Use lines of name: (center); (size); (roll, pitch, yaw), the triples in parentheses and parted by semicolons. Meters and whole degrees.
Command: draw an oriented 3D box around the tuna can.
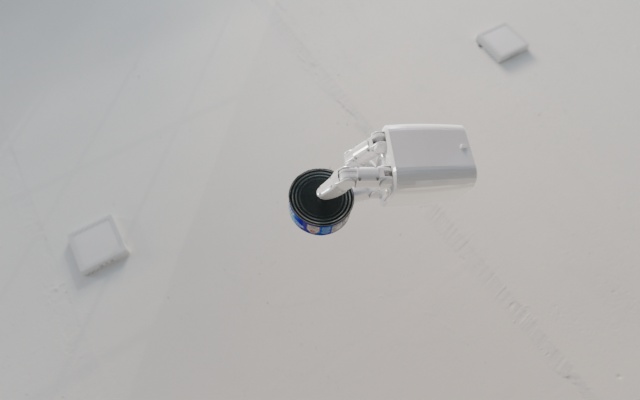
tuna can: (0.000, 0.002, 0.632); (0.086, 0.086, 0.034); (0, -28, -6)
